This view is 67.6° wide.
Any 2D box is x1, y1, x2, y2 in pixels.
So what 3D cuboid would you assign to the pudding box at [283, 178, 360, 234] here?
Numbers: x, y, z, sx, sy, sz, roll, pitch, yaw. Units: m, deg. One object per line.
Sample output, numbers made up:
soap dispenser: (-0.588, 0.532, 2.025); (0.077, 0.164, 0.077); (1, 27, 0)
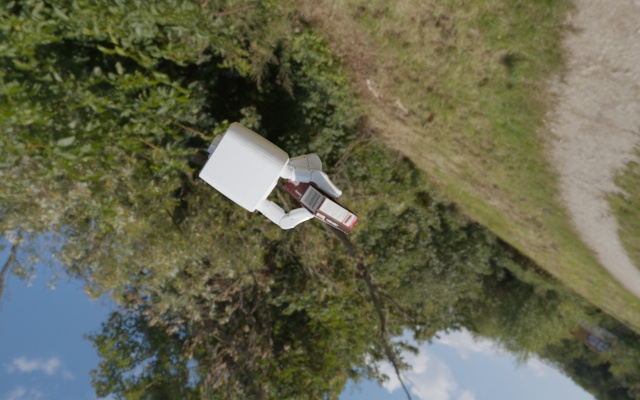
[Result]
pudding box: (0.000, 0.003, 0.801); (0.090, 0.039, 0.113); (30, 8, -39)
